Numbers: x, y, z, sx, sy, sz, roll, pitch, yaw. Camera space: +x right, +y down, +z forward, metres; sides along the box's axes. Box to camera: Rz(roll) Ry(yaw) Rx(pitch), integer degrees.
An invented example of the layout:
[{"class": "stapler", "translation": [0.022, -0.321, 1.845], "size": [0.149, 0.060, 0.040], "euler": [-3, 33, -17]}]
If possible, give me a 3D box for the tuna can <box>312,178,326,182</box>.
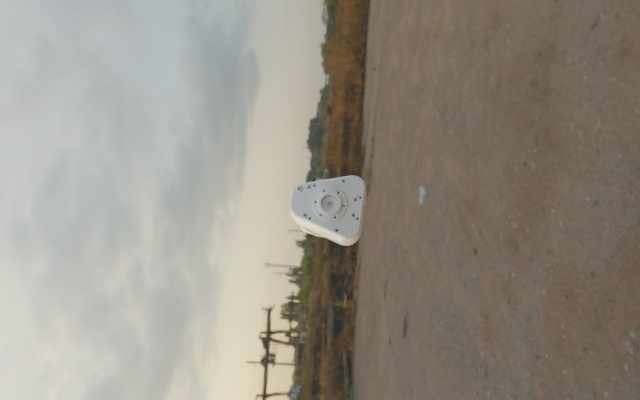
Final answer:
[{"class": "tuna can", "translation": [0.000, 0.003, 0.860], "size": [0.034, 0.086, 0.086], "euler": [4, 0, 5]}]
